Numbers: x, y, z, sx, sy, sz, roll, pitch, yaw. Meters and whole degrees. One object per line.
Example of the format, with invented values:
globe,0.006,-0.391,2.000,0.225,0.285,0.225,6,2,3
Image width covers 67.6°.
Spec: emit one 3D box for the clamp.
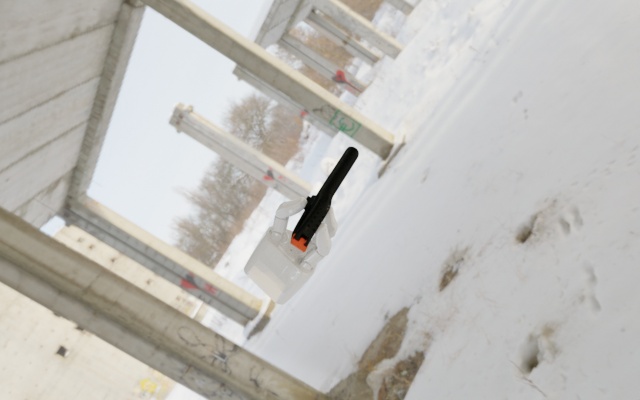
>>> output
clamp,-0.001,0.003,0.809,0.036,0.165,0.210,34,34,-7
